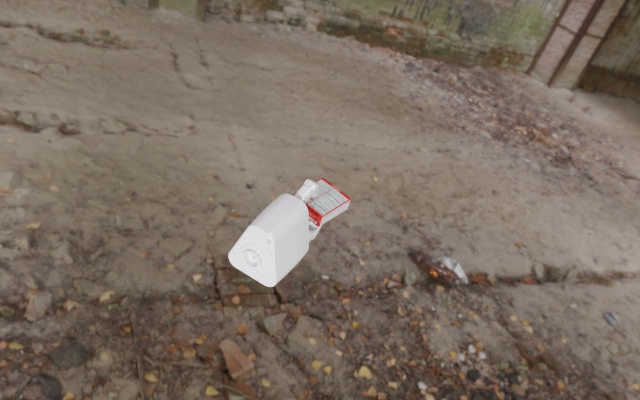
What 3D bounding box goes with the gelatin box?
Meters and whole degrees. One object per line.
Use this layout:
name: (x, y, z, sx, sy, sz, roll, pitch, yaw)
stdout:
gelatin box: (0.000, 0.002, 0.878, 0.073, 0.030, 0.089, 37, 45, 23)
